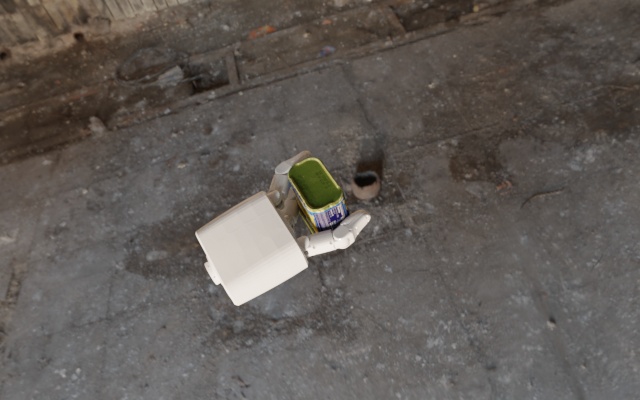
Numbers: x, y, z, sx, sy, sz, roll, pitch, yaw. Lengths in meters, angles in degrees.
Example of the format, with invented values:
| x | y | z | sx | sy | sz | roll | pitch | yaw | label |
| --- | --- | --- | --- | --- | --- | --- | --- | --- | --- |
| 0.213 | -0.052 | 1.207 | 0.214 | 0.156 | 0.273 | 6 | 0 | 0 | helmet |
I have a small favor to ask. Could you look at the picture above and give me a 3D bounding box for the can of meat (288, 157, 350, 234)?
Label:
| x | y | z | sx | sy | sz | roll | pitch | yaw | label |
| --- | --- | --- | --- | --- | --- | --- | --- | --- | --- |
| 0.000 | 0.002 | 0.653 | 0.057 | 0.084 | 0.102 | -28 | 49 | -8 | can of meat |
